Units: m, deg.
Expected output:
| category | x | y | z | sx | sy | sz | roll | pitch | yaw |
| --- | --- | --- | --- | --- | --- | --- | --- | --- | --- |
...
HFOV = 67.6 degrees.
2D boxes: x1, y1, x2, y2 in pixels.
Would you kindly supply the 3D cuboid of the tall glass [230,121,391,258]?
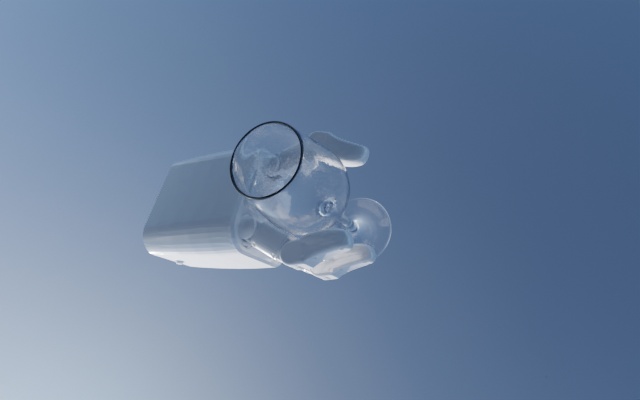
| category | x | y | z | sx | sy | sz | roll | pitch | yaw |
| --- | --- | --- | --- | --- | --- | --- | --- | --- | --- |
| tall glass | 0.000 | 0.002 | 0.431 | 0.079 | 0.079 | 0.201 | 0 | -18 | 25 |
